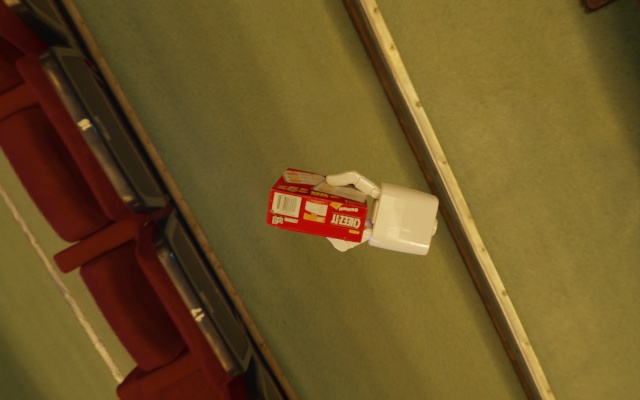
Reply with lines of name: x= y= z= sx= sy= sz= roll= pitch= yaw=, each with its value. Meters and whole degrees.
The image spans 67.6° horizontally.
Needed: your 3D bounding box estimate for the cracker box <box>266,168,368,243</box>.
cracker box: x=0.000 y=0.003 z=0.879 sx=0.164 sy=0.072 sz=0.213 roll=11 pitch=13 yaw=1
